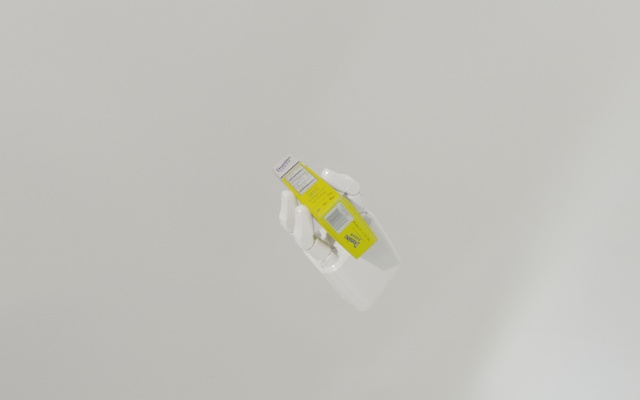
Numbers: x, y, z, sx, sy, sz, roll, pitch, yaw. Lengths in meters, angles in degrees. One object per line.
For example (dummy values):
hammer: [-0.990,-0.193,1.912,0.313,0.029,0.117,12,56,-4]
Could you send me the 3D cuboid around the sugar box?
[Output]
sugar box: [0.000,0.003,0.660,0.093,0.048,0.176,50,-6,-33]
